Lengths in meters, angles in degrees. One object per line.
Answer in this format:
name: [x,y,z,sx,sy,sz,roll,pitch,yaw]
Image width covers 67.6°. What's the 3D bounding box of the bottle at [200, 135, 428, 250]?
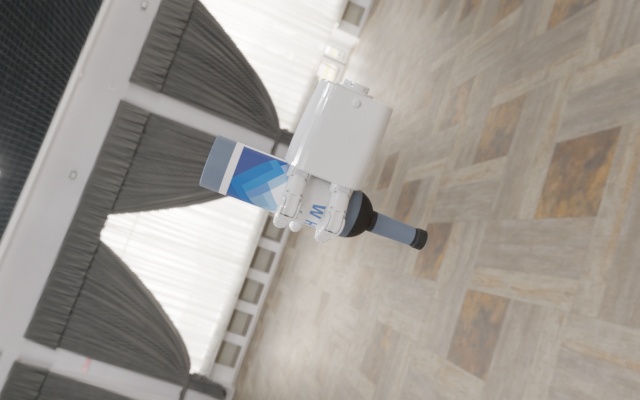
bottle: [0.000,0.002,0.607,0.296,0.069,0.069,21,-4,-10]
